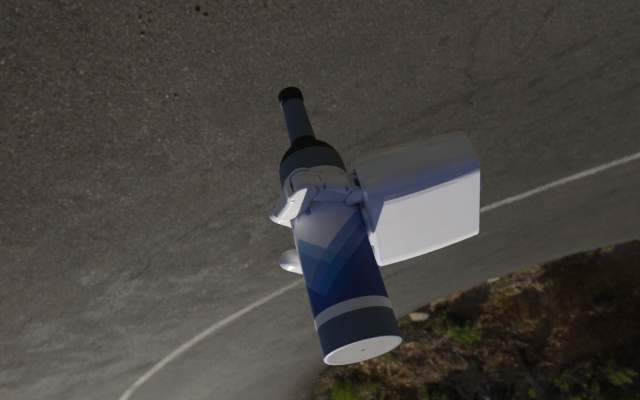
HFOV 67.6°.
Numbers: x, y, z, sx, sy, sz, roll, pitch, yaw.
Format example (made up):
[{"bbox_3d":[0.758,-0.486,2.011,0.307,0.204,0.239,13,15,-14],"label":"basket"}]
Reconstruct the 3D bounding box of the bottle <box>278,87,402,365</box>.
[{"bbox_3d":[0.000,0.002,0.463,0.069,0.295,0.069,-12,-32,-7],"label":"bottle"}]
